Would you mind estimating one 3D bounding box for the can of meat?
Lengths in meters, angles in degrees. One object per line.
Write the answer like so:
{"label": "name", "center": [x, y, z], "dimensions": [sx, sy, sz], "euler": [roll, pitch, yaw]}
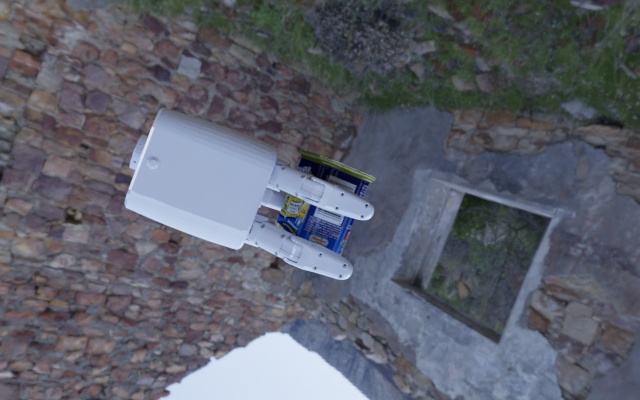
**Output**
{"label": "can of meat", "center": [0.000, 0.002, 0.467], "dimensions": [0.057, 0.084, 0.102], "euler": [21, 3, -20]}
